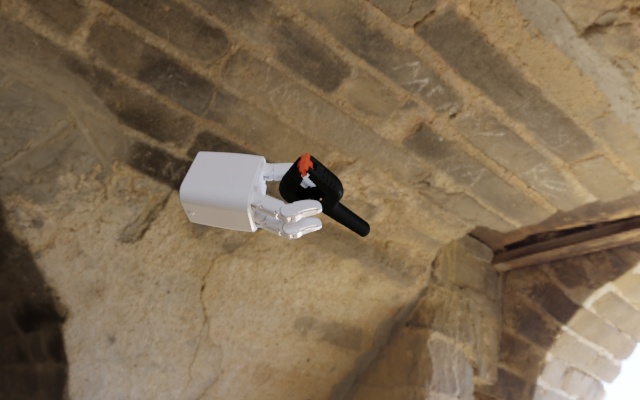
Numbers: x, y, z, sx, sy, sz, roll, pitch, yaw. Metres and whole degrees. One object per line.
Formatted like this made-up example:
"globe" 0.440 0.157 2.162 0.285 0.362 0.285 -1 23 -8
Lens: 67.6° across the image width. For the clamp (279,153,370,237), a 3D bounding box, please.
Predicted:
"clamp" 0.000 0.001 0.726 0.164 0.036 0.210 4 -30 2
